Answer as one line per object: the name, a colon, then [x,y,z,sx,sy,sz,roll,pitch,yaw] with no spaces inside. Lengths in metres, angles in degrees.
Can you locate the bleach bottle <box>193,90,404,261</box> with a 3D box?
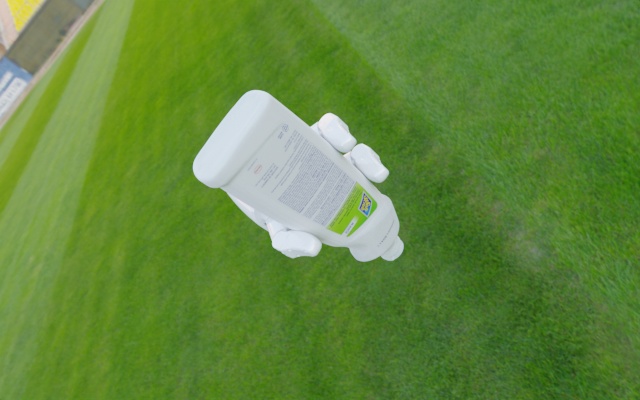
bleach bottle: [0.000,0.002,0.494,0.251,0.102,0.068,38,-4,-34]
